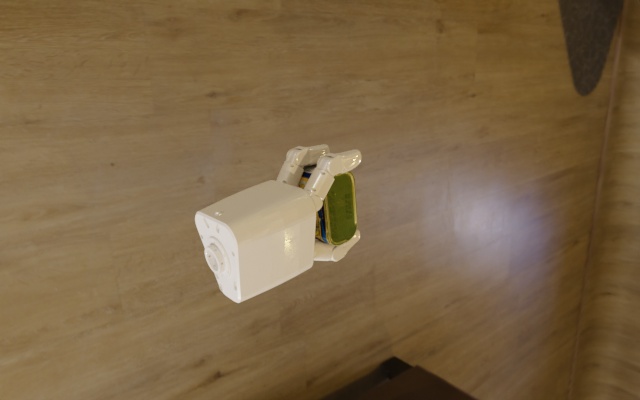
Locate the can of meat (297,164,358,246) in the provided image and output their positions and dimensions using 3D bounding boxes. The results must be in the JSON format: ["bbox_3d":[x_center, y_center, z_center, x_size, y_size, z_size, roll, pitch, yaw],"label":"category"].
[{"bbox_3d":[0.000,0.002,0.622,0.057,0.102,0.084,-20,24,-35],"label":"can of meat"}]
